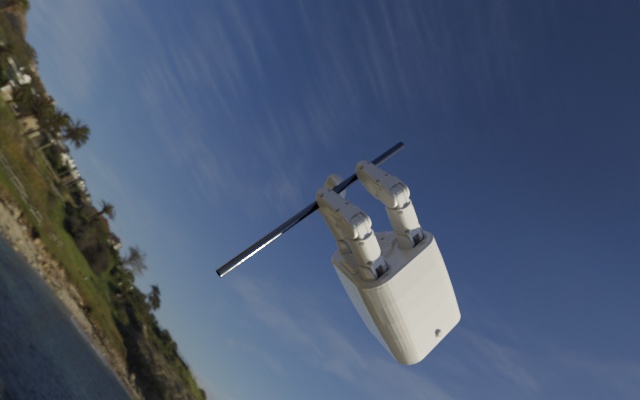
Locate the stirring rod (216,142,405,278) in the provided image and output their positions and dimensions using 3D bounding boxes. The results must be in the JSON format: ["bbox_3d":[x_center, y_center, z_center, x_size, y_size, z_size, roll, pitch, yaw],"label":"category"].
[{"bbox_3d":[0.000,0.002,0.466,0.239,0.011,0.011,-35,17,-26],"label":"stirring rod"}]
